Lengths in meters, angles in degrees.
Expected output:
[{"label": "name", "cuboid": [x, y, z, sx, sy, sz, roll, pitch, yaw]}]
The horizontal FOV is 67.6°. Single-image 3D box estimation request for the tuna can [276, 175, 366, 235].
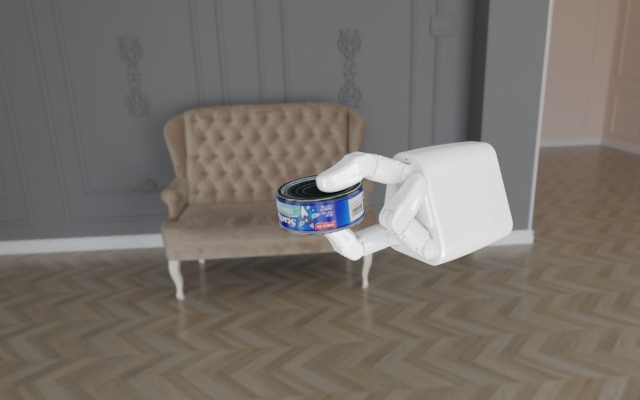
[{"label": "tuna can", "cuboid": [0.000, 0.001, 0.464, 0.086, 0.034, 0.086, -6, 19, 2]}]
